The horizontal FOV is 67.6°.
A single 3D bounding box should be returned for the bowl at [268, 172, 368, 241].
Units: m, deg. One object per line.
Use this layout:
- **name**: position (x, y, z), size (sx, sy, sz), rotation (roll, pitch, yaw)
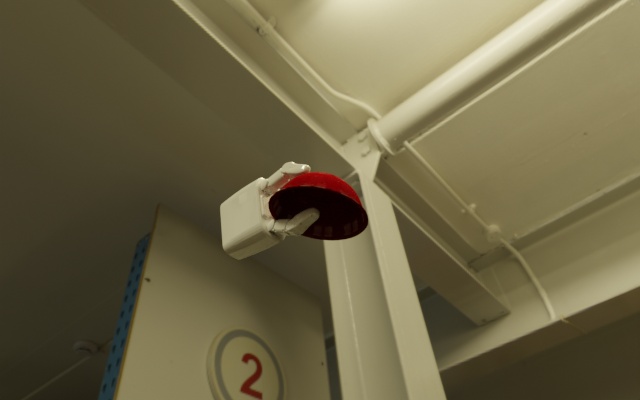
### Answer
- **bowl**: position (0.001, 0.002, 0.772), size (0.162, 0.055, 0.162), rotation (9, -32, 6)
